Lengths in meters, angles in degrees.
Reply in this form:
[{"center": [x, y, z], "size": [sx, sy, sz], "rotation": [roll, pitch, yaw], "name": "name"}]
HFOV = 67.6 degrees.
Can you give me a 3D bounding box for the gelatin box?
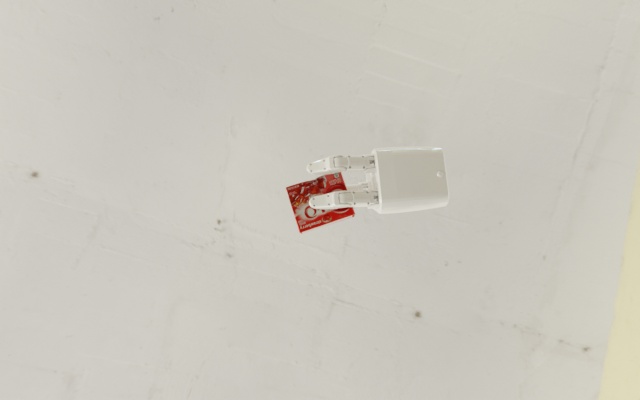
[{"center": [0.000, 0.003, 0.725], "size": [0.089, 0.073, 0.030], "rotation": [-18, -8, 0], "name": "gelatin box"}]
